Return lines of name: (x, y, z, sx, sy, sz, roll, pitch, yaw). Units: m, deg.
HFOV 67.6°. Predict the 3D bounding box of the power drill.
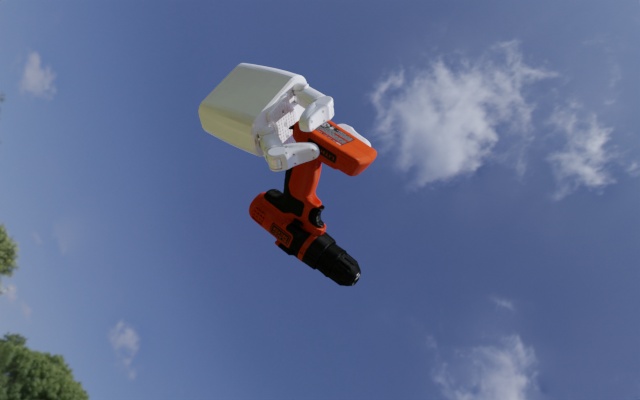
power drill: (0.000, 0.001, 0.615, 0.184, 0.188, 0.057, 35, 34, 16)
